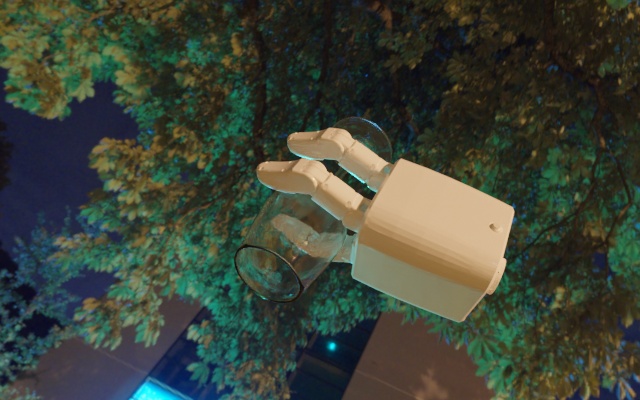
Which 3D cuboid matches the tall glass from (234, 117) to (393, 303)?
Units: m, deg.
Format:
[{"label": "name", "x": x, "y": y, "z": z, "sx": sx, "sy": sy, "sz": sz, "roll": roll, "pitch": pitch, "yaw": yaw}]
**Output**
[{"label": "tall glass", "x": 0.000, "y": 0.001, "z": 0.444, "sx": 0.079, "sy": 0.079, "sz": 0.201, "roll": 0, "pitch": 35, "yaw": 32}]
